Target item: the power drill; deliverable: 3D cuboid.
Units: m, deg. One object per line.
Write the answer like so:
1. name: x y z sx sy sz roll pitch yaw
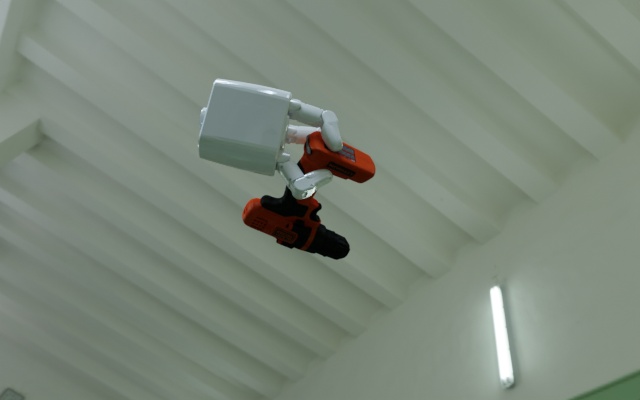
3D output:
1. power drill: 0.000 0.002 0.712 0.184 0.188 0.057 23 32 -21
